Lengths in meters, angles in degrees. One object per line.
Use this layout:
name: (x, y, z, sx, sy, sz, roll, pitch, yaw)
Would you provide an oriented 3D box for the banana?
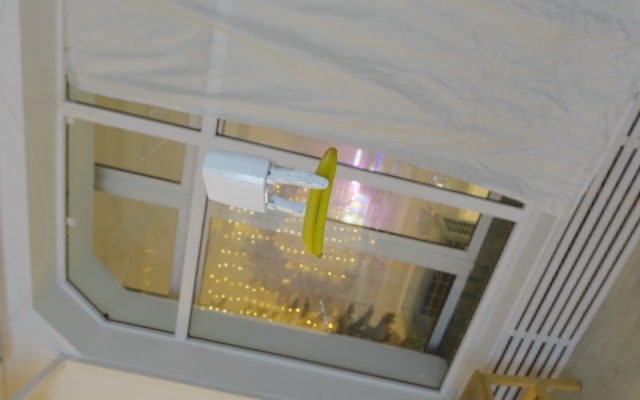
banana: (-0.003, 0.009, 0.797, 0.037, 0.198, 0.069, 11, 12, 6)
